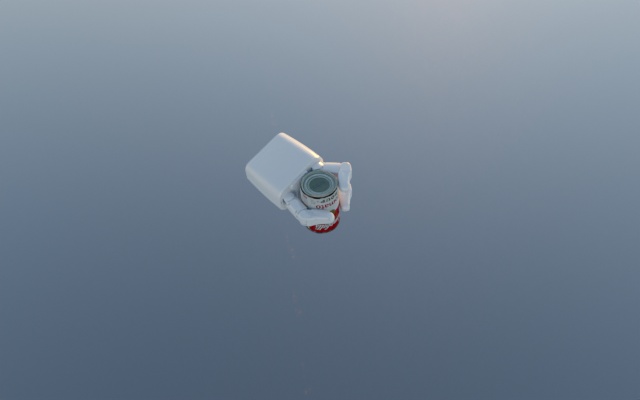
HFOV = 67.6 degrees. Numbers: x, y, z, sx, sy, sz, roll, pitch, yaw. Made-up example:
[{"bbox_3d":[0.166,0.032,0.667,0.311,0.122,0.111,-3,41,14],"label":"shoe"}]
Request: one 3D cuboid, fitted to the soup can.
[{"bbox_3d":[0.000,0.003,0.860,0.068,0.068,0.102,0,-40,4],"label":"soup can"}]
